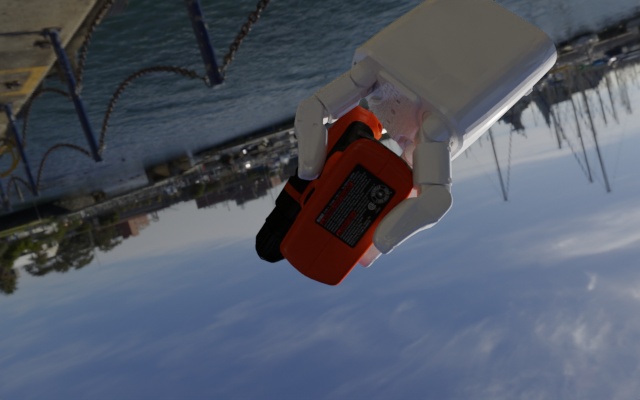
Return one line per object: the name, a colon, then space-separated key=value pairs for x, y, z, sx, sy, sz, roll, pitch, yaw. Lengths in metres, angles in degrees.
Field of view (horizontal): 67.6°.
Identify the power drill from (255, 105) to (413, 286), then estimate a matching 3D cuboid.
power drill: x=0.000 y=0.001 z=0.416 sx=0.057 sy=0.184 sz=0.187 roll=33 pitch=8 yaw=-13
